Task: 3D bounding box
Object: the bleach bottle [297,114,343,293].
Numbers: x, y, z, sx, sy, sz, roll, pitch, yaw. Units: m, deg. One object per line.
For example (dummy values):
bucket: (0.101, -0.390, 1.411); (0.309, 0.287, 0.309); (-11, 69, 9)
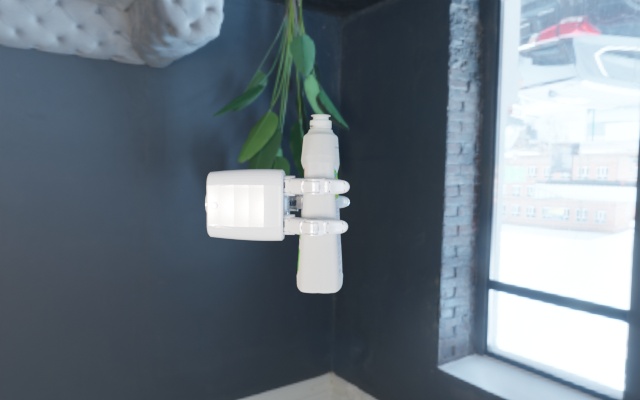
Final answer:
bleach bottle: (0.000, 0.002, 0.704); (0.068, 0.251, 0.102); (1, 4, 2)
